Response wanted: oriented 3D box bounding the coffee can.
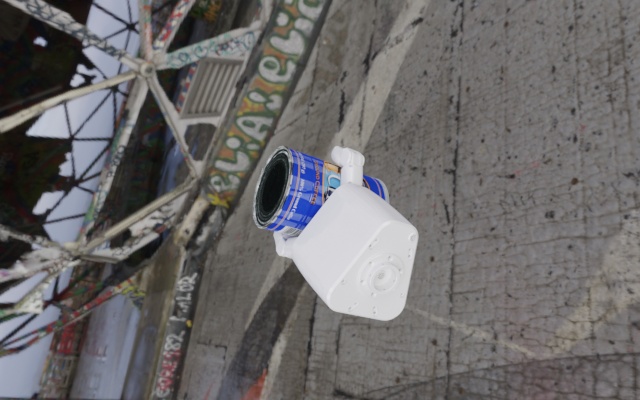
[{"bbox_3d":[0.000,0.002,0.600,0.140,0.103,0.103,17,-8,-26],"label":"coffee can"}]
